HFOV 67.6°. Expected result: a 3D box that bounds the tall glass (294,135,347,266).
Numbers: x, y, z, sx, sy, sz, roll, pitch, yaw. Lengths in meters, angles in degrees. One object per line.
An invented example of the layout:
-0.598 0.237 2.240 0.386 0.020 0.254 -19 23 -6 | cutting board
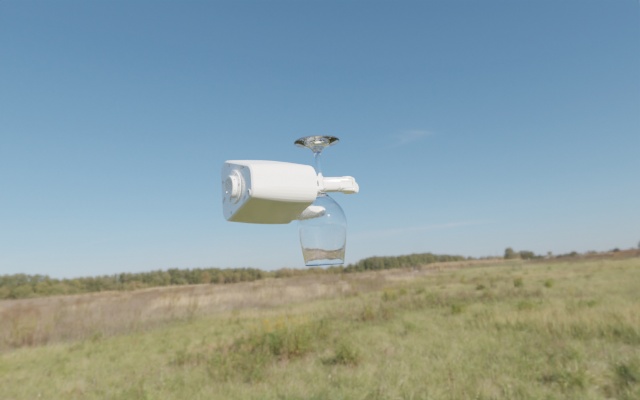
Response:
0.000 0.002 0.761 0.079 0.201 0.079 -4 -8 -1 | tall glass
